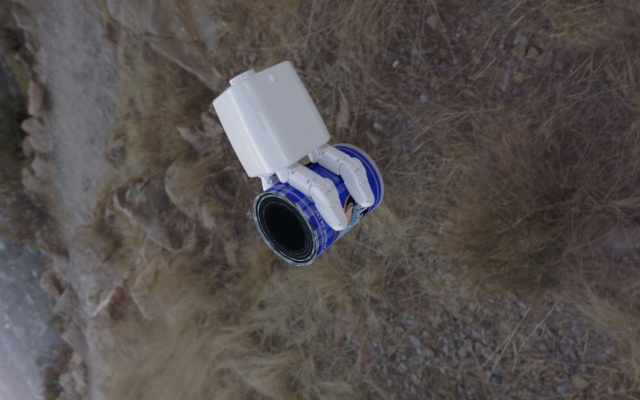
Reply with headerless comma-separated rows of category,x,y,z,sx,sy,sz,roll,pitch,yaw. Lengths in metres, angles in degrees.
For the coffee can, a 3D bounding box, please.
coffee can,0.000,0.002,0.605,0.103,0.103,0.140,0,28,45
